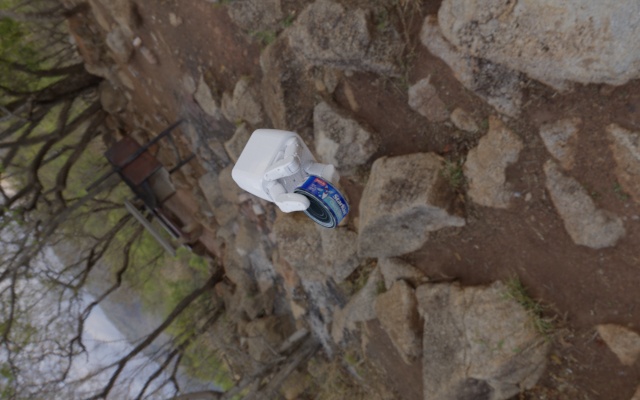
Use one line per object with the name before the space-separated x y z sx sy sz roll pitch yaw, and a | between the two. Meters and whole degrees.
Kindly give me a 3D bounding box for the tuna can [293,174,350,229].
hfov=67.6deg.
tuna can | 0.000 0.003 0.723 0.033 0.086 0.086 -48 23 -22
